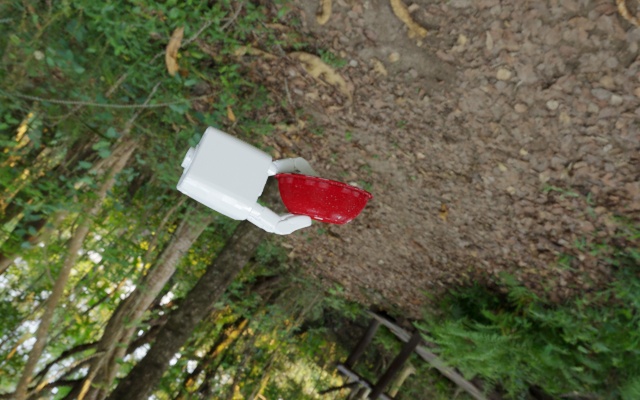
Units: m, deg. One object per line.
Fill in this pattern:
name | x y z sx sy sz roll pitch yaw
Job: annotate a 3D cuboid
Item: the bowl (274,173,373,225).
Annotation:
bowl | 0.001 0.003 0.762 0.162 0.055 0.162 12 -6 1
